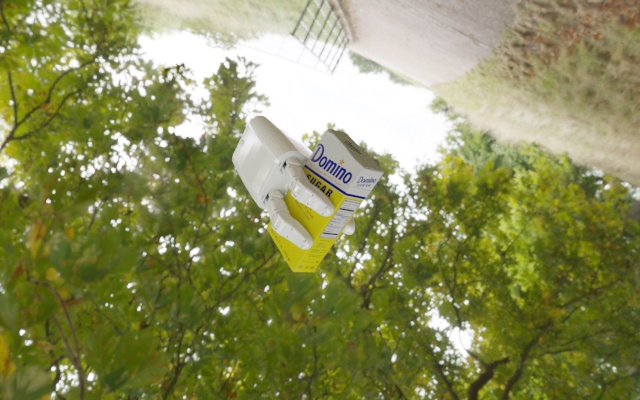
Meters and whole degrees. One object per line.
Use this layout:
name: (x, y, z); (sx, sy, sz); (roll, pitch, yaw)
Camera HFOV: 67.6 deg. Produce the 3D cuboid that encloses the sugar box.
sugar box: (0.000, 0.002, 0.636); (0.048, 0.176, 0.093); (7, 34, -42)
